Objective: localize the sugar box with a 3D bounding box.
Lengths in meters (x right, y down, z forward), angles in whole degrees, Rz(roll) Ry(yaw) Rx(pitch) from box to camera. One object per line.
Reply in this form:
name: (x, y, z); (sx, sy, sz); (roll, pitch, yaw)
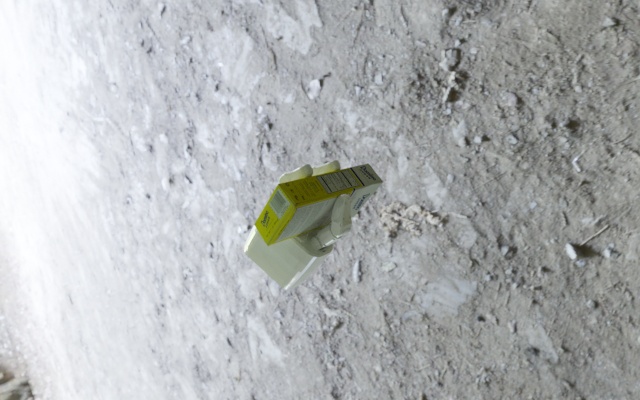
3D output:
sugar box: (0.000, 0.002, 0.681); (0.176, 0.048, 0.093); (-18, -26, -44)
